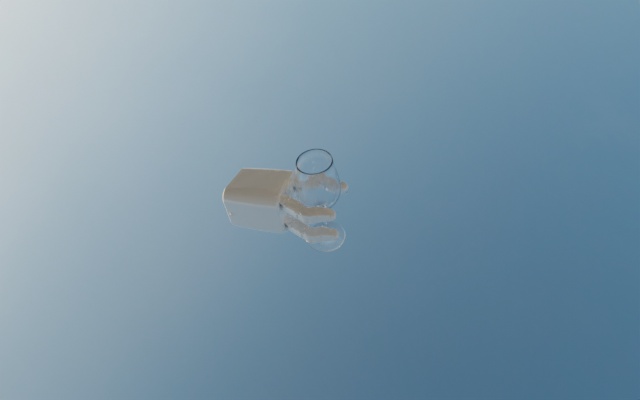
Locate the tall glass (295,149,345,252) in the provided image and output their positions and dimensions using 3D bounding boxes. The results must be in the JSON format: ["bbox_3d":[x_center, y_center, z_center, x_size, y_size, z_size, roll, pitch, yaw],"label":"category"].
[{"bbox_3d":[0.000,0.003,0.850,0.079,0.079,0.201,0,-42,8],"label":"tall glass"}]
